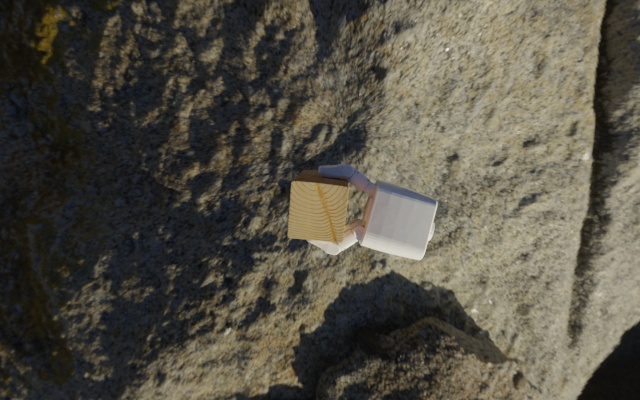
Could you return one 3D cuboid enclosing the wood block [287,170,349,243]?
[{"bbox_3d":[0.001,0.002,0.828,0.090,0.091,0.206,6,8,2],"label":"wood block"}]
